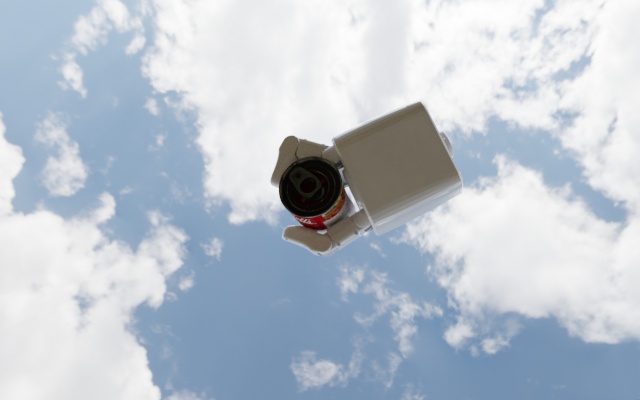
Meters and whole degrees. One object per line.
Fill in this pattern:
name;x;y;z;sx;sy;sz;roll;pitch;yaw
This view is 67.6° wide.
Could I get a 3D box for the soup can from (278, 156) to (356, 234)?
soup can;0.000;0.002;0.537;0.068;0.068;0.102;0;-19;14
